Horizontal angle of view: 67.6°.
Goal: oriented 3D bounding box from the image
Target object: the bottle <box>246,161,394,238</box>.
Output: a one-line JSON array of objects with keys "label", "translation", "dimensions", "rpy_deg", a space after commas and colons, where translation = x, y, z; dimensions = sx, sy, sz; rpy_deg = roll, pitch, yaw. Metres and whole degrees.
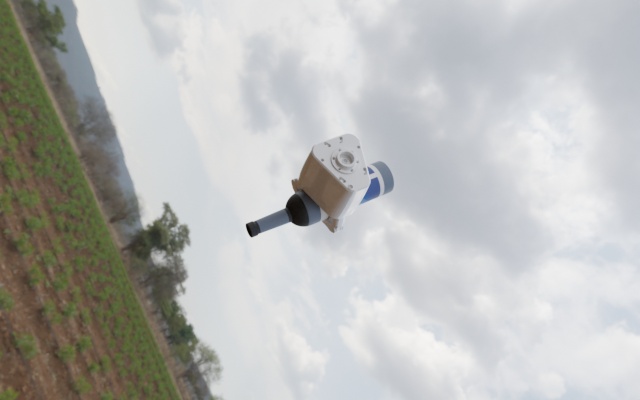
[{"label": "bottle", "translation": [0.000, 0.003, 0.893], "dimensions": [0.295, 0.069, 0.069], "rpy_deg": [-22, 9, -23]}]
